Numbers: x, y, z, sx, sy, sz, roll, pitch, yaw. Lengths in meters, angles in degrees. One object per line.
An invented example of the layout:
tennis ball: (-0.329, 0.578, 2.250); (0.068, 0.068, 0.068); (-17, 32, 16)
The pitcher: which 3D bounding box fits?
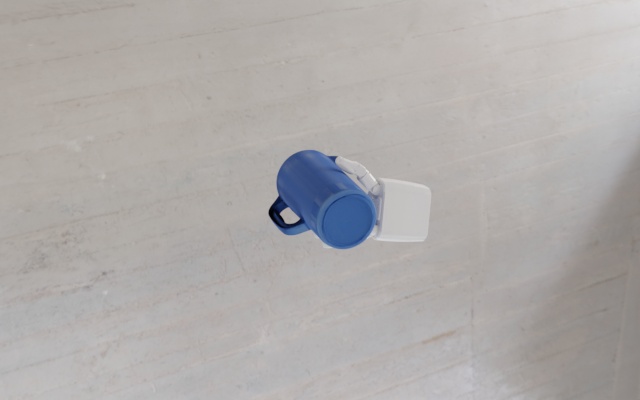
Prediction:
pitcher: (0.000, 0.003, 0.887); (0.145, 0.149, 0.242); (7, 16, -21)
